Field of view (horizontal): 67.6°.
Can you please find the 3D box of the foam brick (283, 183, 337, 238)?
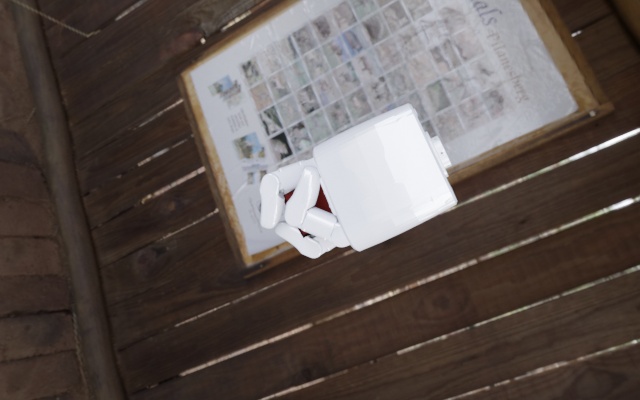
[{"bbox_3d":[0.000,0.002,0.533,0.051,0.053,0.078,-27,3,15],"label":"foam brick"}]
